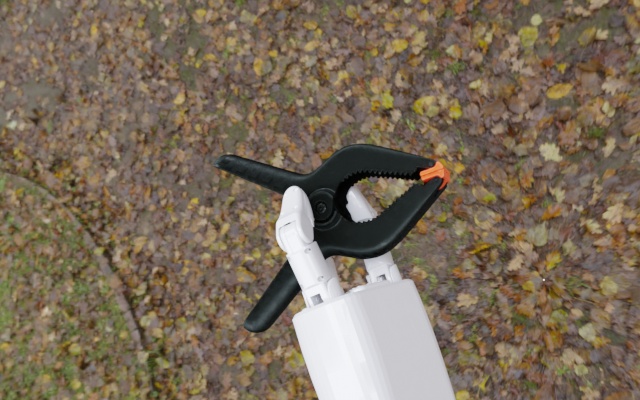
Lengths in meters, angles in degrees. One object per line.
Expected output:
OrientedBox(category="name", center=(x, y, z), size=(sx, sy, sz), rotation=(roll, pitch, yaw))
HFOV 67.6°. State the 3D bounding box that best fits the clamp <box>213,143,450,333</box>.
OrientedBox(category="clamp", center=(0.000, 0.001, 0.403), size=(0.210, 0.164, 0.036), rotation=(-26, -16, 19))
